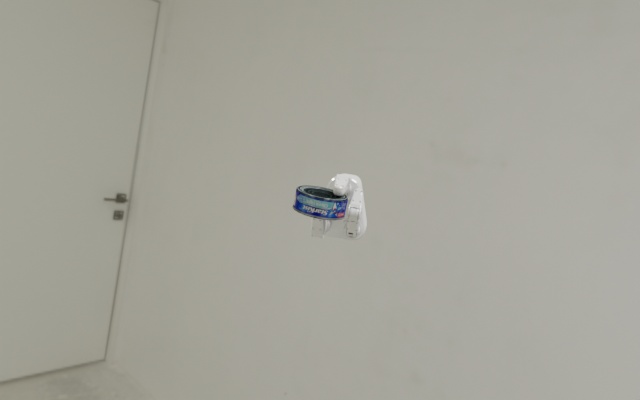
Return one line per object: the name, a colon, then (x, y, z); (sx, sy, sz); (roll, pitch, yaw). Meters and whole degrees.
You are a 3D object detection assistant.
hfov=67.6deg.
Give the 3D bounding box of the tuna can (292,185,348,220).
tuna can: (0.000, 0.002, 0.764); (0.086, 0.034, 0.086); (11, 13, -3)
